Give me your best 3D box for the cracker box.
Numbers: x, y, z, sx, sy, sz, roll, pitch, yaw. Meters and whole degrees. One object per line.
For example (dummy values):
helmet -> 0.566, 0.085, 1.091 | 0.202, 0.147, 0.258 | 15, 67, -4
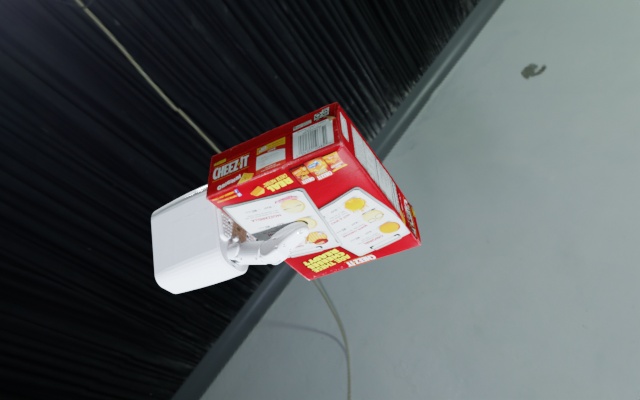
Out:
cracker box -> 0.000, 0.002, 0.560 | 0.164, 0.072, 0.214 | -21, -41, 22
